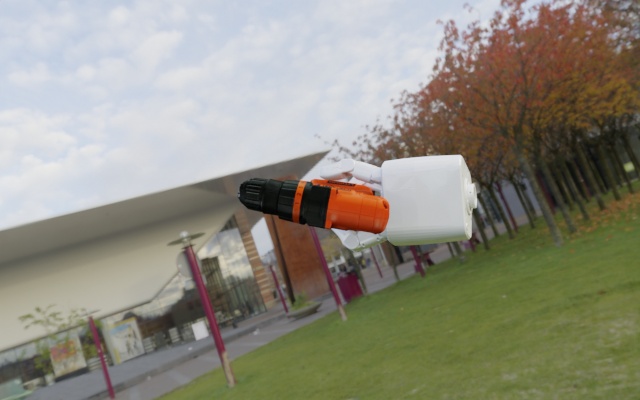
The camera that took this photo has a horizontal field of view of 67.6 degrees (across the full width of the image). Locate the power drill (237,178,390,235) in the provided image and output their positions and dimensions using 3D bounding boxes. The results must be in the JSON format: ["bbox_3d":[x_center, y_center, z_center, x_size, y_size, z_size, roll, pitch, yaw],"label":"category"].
[{"bbox_3d":[0.000,0.002,0.638,0.184,0.057,0.187,12,6,8],"label":"power drill"}]
